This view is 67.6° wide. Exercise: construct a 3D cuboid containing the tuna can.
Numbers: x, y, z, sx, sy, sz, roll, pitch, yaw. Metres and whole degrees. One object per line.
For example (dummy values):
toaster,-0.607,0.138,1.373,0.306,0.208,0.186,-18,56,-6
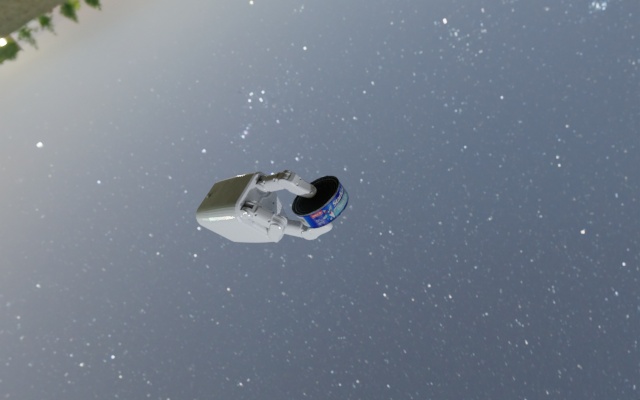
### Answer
tuna can,0.000,0.003,0.739,0.086,0.086,0.034,0,-44,47
